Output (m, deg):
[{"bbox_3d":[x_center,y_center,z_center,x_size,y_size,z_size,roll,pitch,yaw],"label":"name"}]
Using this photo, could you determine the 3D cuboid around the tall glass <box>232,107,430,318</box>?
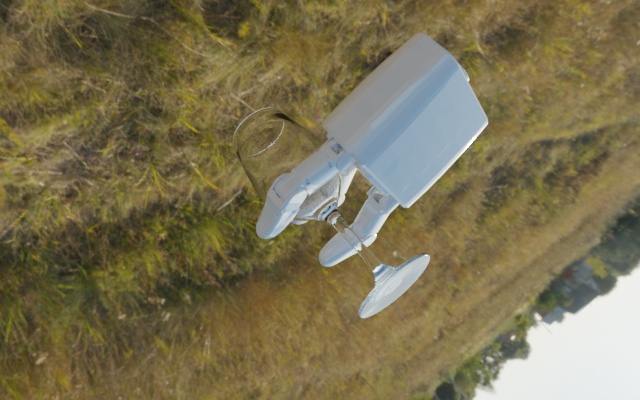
[{"bbox_3d":[0.000,0.002,0.421,0.201,0.079,0.079,48,26,26],"label":"tall glass"}]
